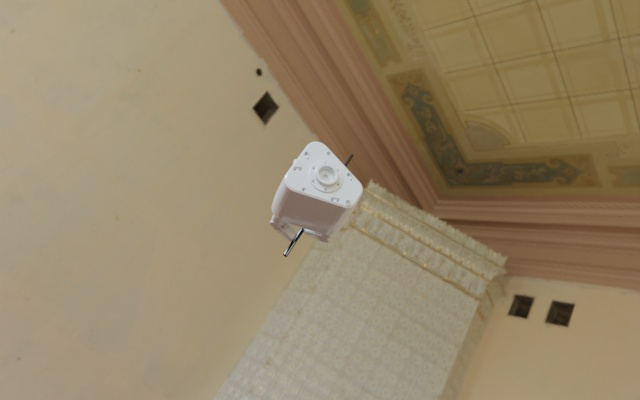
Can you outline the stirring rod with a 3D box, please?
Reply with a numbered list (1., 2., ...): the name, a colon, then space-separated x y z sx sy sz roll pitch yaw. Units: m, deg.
1. stirring rod: 0.000 0.003 0.848 0.011 0.239 0.011 26 -29 15
